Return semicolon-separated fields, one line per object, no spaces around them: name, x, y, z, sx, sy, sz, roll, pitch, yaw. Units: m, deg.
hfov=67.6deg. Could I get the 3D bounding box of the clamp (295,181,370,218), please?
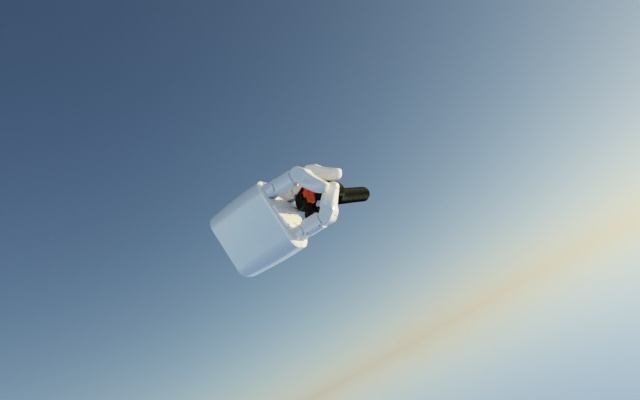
clamp;0.000;0.003;0.768;0.120;0.039;0.171;-31;-19;21
